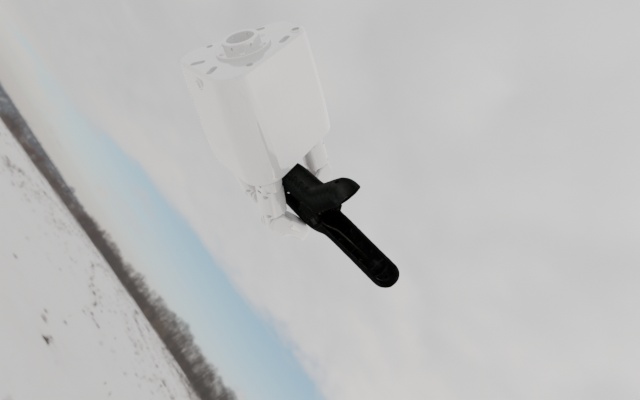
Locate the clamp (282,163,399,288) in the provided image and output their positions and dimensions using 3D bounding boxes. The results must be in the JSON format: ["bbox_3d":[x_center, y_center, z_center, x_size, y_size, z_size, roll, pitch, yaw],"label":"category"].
[{"bbox_3d":[0.000,0.001,0.442,0.039,0.120,0.171,-36,44,-20],"label":"clamp"}]
